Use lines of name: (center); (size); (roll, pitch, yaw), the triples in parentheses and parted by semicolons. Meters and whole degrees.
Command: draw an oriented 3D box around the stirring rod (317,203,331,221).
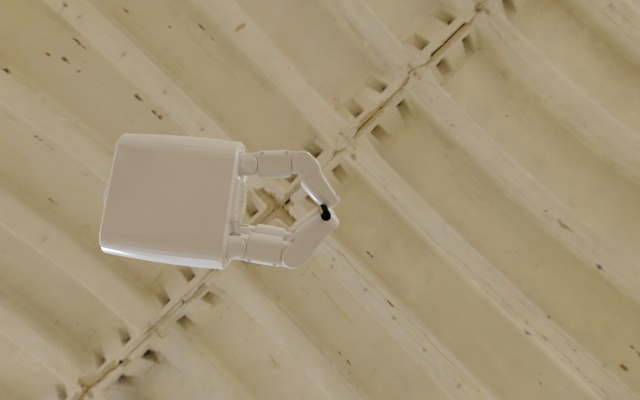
stirring rod: (0.000, 0.002, 0.495); (0.011, 0.011, 0.239); (0, 5, -2)
